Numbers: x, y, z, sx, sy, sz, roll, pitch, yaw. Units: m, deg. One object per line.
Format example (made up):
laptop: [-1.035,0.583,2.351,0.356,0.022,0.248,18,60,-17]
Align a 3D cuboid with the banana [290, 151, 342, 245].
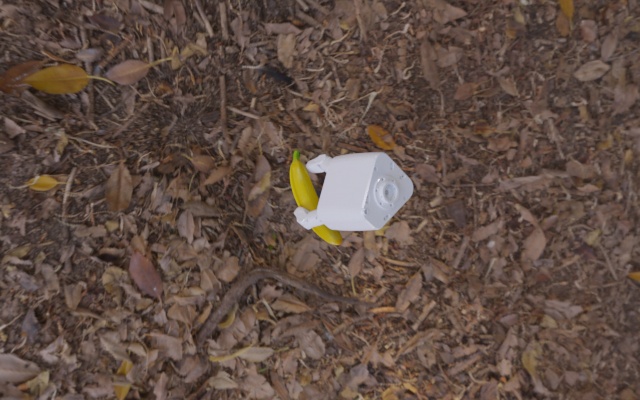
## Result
banana: [-0.009,0.008,0.858,0.037,0.198,0.069,-12,21,34]
